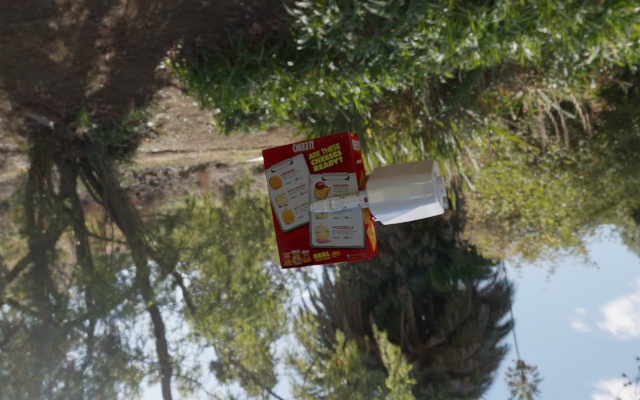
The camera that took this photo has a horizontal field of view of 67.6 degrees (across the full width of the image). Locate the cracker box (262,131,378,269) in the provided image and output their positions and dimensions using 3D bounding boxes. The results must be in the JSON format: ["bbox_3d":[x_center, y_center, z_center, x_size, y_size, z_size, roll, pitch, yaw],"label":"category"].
[{"bbox_3d":[0.000,0.003,0.832,0.164,0.213,0.072,-10,-1,19],"label":"cracker box"}]
